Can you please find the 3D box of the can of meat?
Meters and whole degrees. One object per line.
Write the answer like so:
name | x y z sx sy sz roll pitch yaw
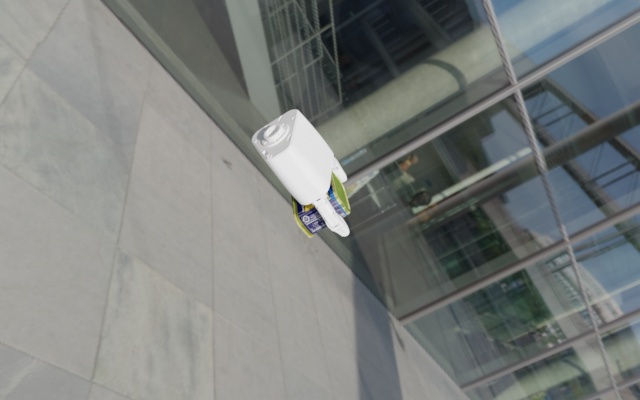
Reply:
can of meat | 0.000 0.003 0.833 0.084 0.057 0.102 -30 34 13
